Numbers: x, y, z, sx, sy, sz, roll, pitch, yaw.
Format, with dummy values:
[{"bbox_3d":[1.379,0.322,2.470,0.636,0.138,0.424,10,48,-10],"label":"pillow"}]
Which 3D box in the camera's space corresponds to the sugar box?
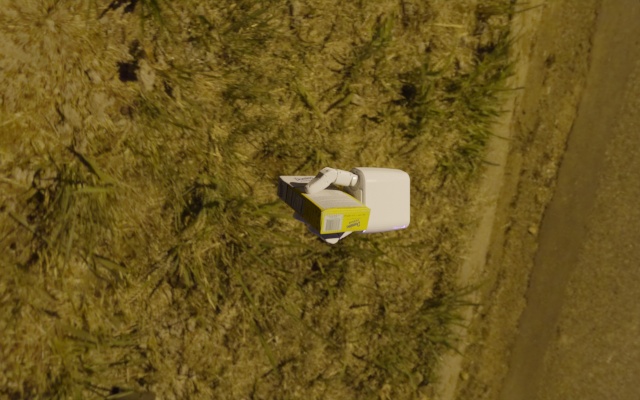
[{"bbox_3d":[0.000,0.003,0.836,0.093,0.048,0.176,-2,19,-29],"label":"sugar box"}]
